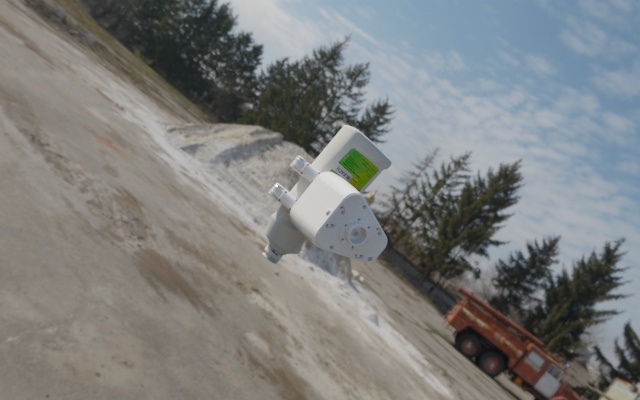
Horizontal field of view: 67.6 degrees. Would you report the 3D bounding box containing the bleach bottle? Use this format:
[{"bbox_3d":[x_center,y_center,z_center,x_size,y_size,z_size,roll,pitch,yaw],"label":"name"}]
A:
[{"bbox_3d":[0.000,0.002,0.785,0.102,0.251,0.068,39,1,-28],"label":"bleach bottle"}]
